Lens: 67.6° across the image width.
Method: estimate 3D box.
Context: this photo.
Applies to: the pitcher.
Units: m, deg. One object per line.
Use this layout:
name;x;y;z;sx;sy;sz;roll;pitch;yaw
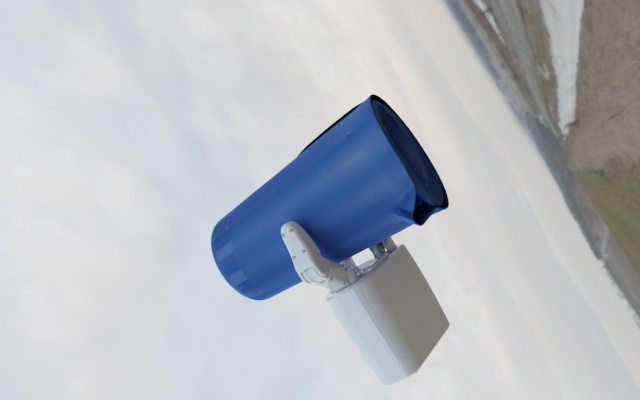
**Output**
pitcher;0.000;0.002;0.517;0.243;0.145;0.149;-33;-2;23
